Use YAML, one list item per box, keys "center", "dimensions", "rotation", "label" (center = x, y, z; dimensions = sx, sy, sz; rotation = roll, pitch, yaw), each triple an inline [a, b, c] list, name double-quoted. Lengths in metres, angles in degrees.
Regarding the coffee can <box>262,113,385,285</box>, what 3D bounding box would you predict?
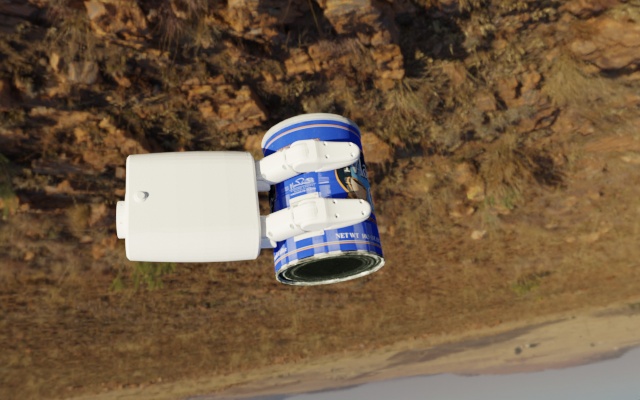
- center: [0.000, 0.001, 0.468]
  dimensions: [0.103, 0.140, 0.103]
  rotation: [-7, -22, -3]
  label: "coffee can"
